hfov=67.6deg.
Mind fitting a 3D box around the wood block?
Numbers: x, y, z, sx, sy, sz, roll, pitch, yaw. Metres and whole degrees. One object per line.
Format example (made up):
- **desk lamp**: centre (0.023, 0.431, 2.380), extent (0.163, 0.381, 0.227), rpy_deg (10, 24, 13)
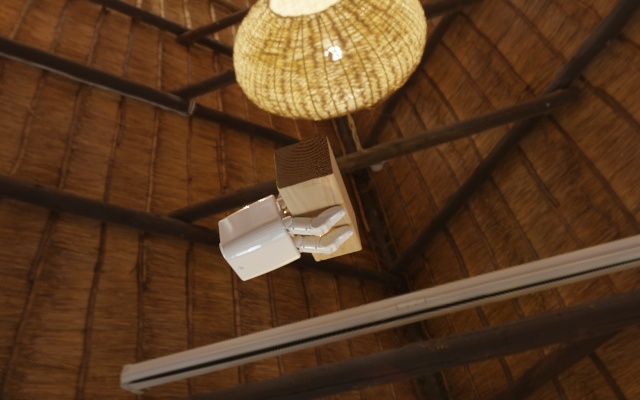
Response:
- **wood block**: centre (0.000, 0.003, 0.807), extent (0.090, 0.090, 0.206), rpy_deg (-16, -41, 7)
